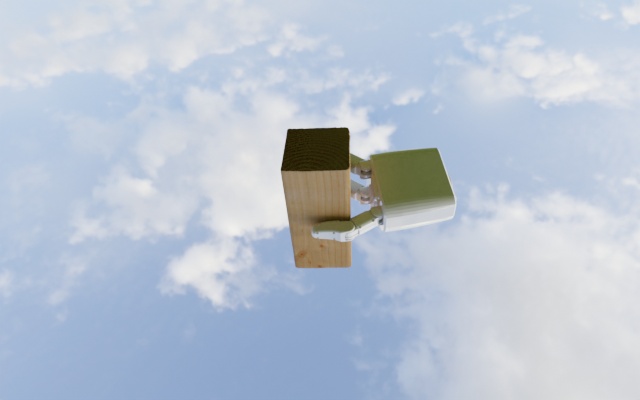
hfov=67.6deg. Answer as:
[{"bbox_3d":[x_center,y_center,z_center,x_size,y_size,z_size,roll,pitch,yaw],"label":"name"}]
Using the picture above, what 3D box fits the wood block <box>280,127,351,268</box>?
[{"bbox_3d":[0.001,0.003,0.703,0.090,0.090,0.206,-1,-45,4],"label":"wood block"}]
